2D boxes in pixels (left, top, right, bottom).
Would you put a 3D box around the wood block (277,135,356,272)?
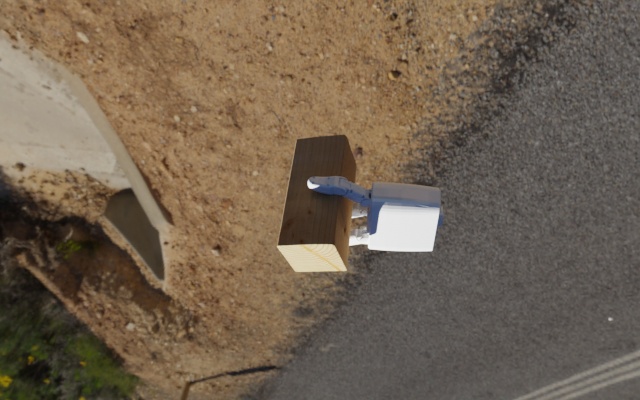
[{"bbox_3d":[0.000,0.002,0.779,0.090,0.206,0.091,-3,-34,16],"label":"wood block"}]
